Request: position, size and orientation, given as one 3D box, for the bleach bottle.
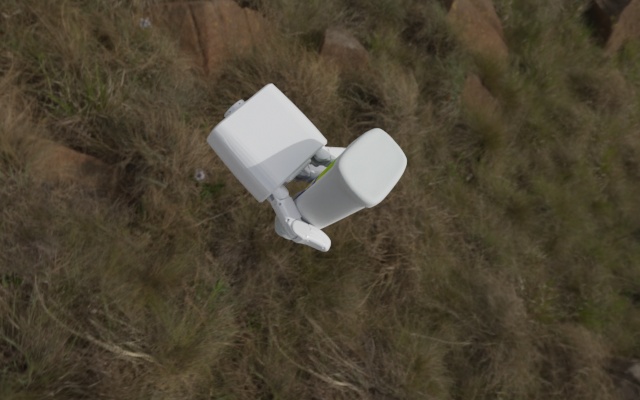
[{"bbox_3d":[0.000,0.002,0.625,0.102,0.068,0.251,-46,6,-37],"label":"bleach bottle"}]
